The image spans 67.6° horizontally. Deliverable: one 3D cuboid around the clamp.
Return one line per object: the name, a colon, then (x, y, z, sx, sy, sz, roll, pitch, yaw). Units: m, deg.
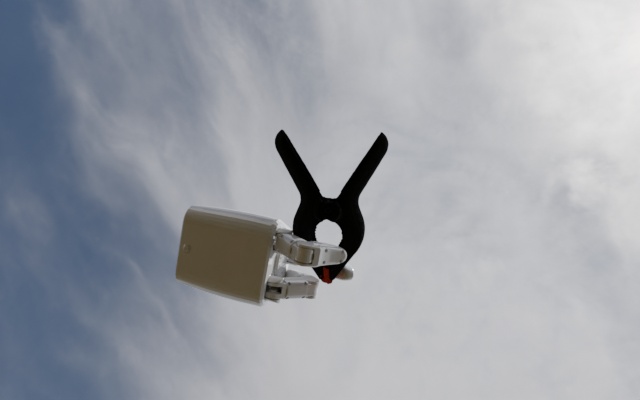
clamp: (0.000, 0.002, 0.520, 0.120, 0.171, 0.039, 12, 7, 10)
